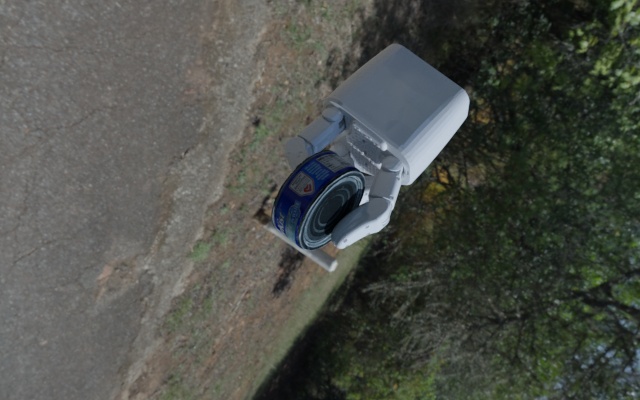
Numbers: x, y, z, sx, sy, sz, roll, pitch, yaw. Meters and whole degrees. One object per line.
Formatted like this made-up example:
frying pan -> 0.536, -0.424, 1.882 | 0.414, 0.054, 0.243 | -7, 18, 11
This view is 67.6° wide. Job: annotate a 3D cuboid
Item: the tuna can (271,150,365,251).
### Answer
tuna can -> 0.000, 0.002, 0.416 | 0.033, 0.086, 0.086 | 37, 19, 26
